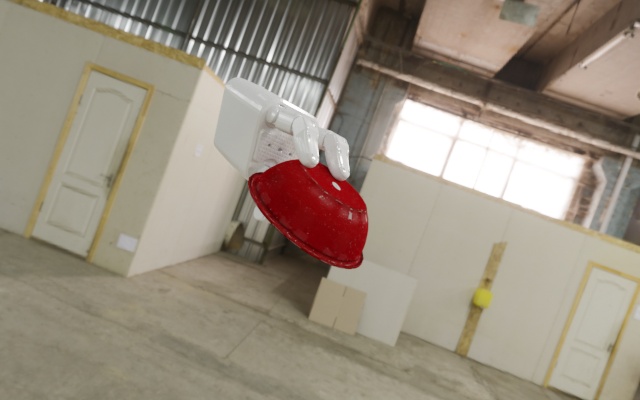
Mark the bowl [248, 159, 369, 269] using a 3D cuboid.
[{"bbox_3d":[0.001,0.002,0.540,0.162,0.055,0.162,35,18,-13],"label":"bowl"}]
